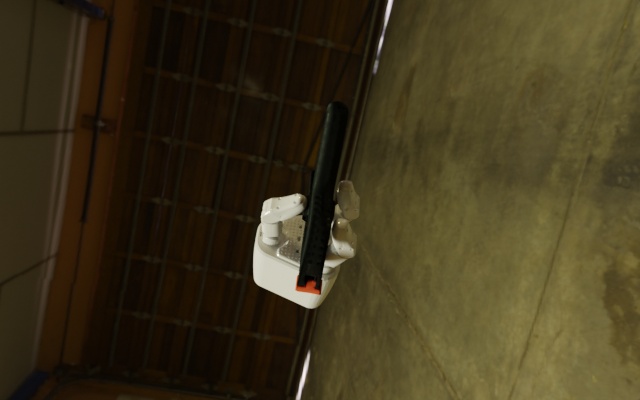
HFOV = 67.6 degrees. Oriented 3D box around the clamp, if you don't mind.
[{"bbox_3d":[-0.001,0.002,0.552,0.036,0.209,0.165,10,-35,-3],"label":"clamp"}]
